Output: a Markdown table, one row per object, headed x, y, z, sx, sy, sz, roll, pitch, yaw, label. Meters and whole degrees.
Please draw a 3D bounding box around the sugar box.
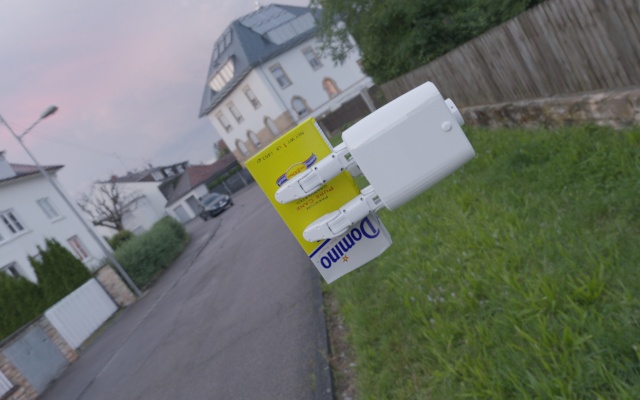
| x | y | z | sx | sy | sz | roll | pitch | yaw | label |
| --- | --- | --- | --- | --- | --- | --- | --- | --- | --- |
| 0.000 | 0.002 | 0.559 | 0.093 | 0.176 | 0.048 | -33 | 9 | 11 | sugar box |
